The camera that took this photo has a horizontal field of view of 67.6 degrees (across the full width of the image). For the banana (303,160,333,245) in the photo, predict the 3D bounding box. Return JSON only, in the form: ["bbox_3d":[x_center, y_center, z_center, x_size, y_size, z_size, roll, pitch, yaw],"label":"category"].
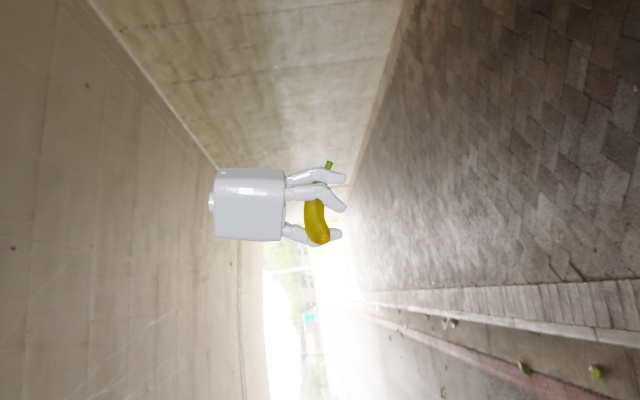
[{"bbox_3d":[-0.006,0.014,0.785,0.037,0.070,0.197,14,40,-11],"label":"banana"}]
